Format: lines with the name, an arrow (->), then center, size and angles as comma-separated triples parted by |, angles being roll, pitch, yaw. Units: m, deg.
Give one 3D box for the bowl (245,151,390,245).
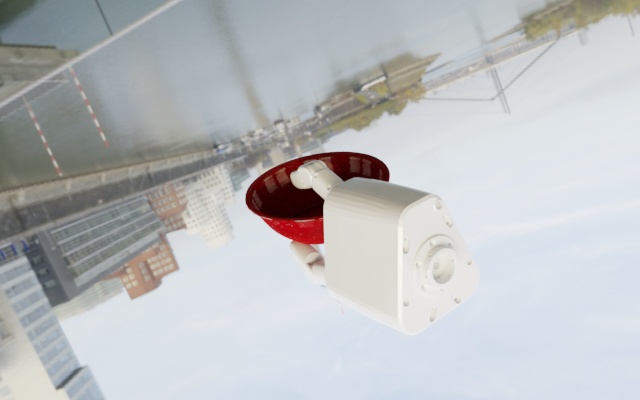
bowl -> 0.000, 0.002, 0.538 | 0.162, 0.055, 0.162 | -9, 28, 5
